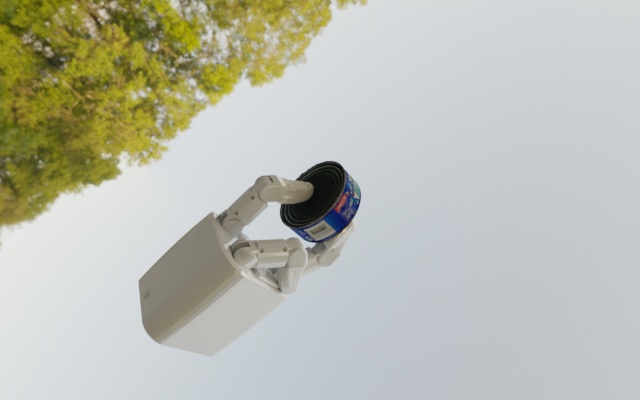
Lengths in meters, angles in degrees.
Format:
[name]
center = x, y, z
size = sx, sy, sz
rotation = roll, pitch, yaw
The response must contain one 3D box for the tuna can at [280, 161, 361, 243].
[tuna can]
center = 0.000, 0.002, 0.505
size = 0.086, 0.086, 0.034
rotation = 0, -35, 47
